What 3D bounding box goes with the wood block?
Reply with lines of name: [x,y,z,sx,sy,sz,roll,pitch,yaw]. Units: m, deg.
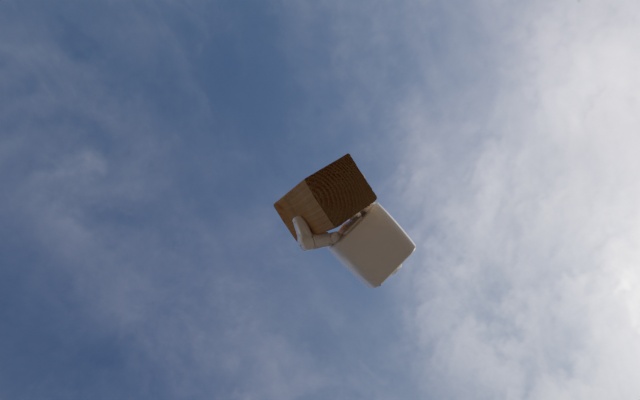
wood block: [0.000,0.003,0.827,0.091,0.090,0.206,-33,0,-22]
